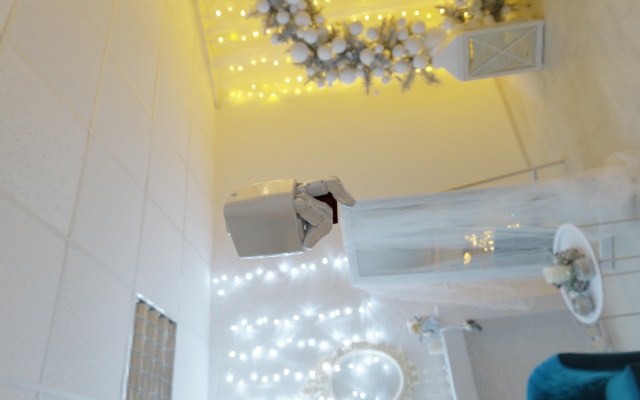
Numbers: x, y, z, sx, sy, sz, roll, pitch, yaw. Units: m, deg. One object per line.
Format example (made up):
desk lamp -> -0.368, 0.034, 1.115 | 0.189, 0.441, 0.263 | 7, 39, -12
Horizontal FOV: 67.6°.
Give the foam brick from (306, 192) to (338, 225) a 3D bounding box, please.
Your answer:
foam brick -> 0.000, 0.003, 0.787 | 0.051, 0.053, 0.078 | -8, 22, 5
